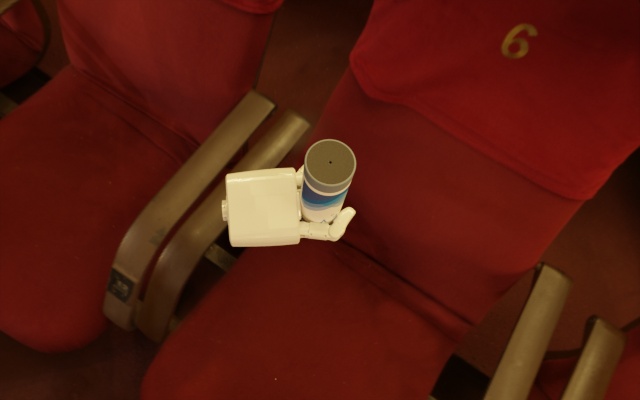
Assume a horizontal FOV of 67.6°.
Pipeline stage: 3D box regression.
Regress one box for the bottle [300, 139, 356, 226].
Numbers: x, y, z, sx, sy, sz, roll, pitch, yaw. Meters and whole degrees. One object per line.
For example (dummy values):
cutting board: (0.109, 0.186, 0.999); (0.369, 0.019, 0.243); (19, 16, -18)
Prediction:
bottle: (0.000, 0.002, 0.745); (0.069, 0.069, 0.296); (0, -20, -5)
